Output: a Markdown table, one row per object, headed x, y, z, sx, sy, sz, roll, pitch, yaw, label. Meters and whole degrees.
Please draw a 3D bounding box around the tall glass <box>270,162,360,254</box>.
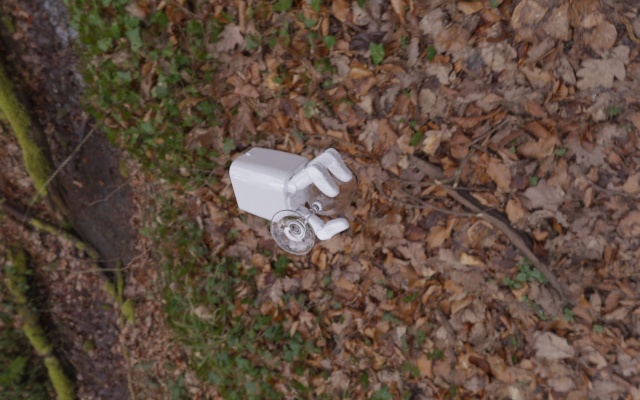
| x | y | z | sx | sy | sz | roll | pitch | yaw | label |
| --- | --- | --- | --- | --- | --- | --- | --- | --- | --- |
| 0.000 | 0.003 | 0.770 | 0.079 | 0.079 | 0.201 | 0 | 26 | 28 | tall glass |
